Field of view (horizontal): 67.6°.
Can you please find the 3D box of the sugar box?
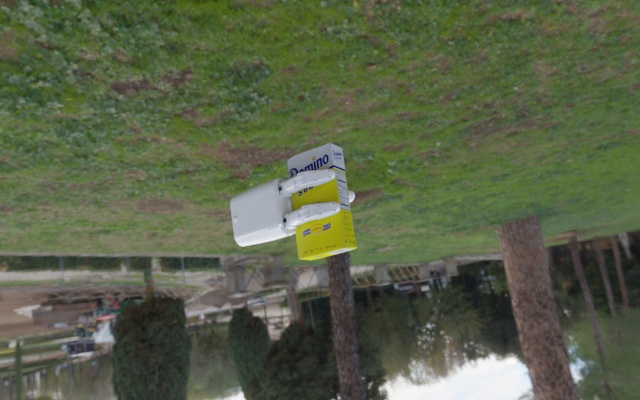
[{"bbox_3d":[0.000,0.003,0.785,0.093,0.176,0.048,-18,-16,30],"label":"sugar box"}]
